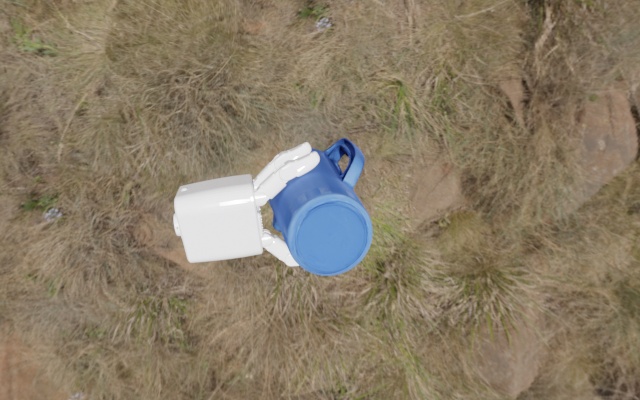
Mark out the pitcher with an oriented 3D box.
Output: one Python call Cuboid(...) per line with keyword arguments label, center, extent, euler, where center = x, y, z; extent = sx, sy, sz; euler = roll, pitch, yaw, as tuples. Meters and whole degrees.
Cuboid(label="pitcher", center=(0.000, 0.002, 0.686), extent=(0.145, 0.149, 0.242), euler=(-7, 18, -8))
